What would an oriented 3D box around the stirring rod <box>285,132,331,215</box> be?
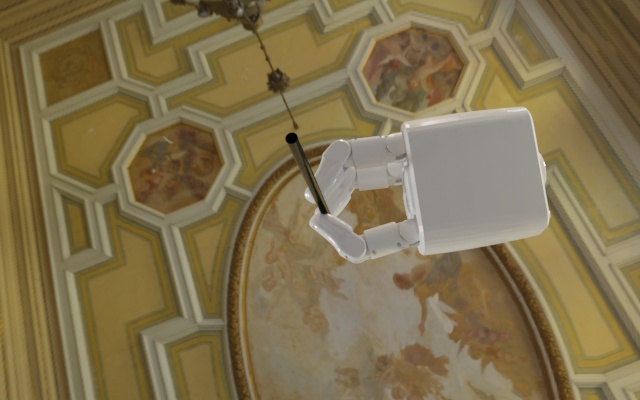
[{"bbox_3d":[0.000,0.001,0.408,0.011,0.011,0.240,0,-19,9],"label":"stirring rod"}]
